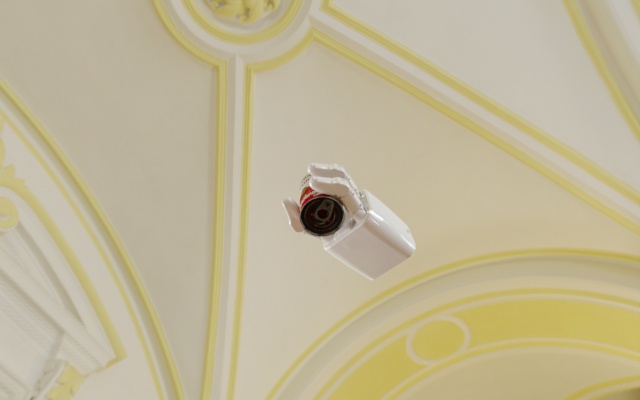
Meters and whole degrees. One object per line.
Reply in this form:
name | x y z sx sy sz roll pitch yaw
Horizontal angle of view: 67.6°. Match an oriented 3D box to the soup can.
soup can | 0.000 0.002 0.755 0.068 0.068 0.102 0 27 -4
